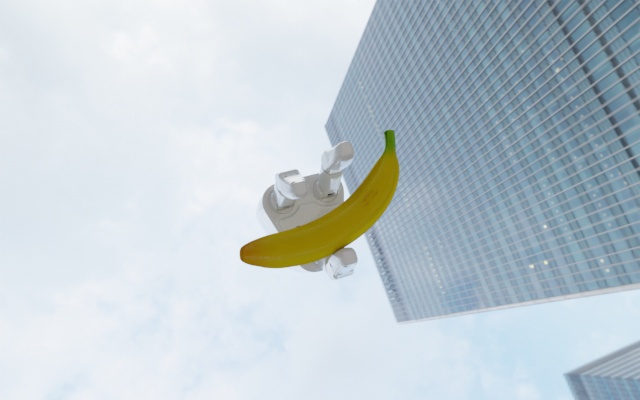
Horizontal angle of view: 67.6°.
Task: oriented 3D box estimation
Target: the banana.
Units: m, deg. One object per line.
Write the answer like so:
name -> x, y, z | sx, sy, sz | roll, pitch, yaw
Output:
banana -> 0.014, 0.014, 0.471 | 0.197, 0.069, 0.037 | -40, 10, -16
